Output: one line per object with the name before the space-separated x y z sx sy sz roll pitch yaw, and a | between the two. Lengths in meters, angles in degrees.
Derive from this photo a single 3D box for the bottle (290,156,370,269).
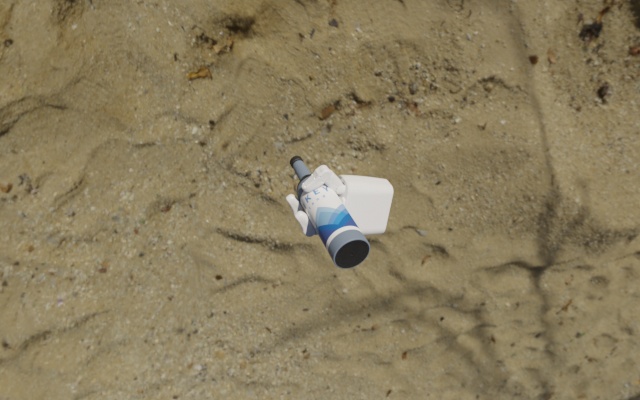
bottle | 0.000 0.003 0.891 0.069 0.069 0.295 0 36 -26
